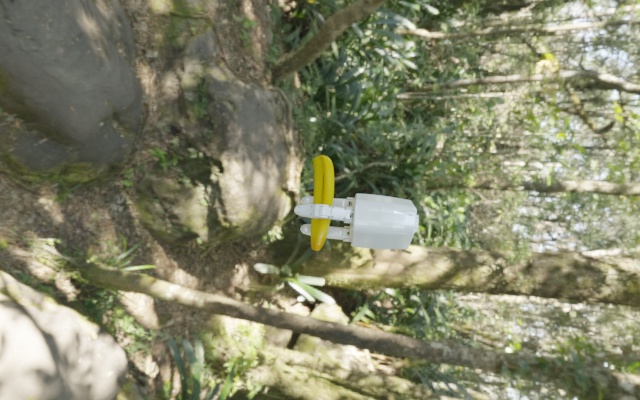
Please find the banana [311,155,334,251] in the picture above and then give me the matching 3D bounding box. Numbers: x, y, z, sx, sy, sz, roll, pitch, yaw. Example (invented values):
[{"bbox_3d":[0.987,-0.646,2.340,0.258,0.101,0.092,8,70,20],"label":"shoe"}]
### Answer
[{"bbox_3d":[0.003,-0.010,0.857,0.037,0.197,0.070,6,-32,-7],"label":"banana"}]
